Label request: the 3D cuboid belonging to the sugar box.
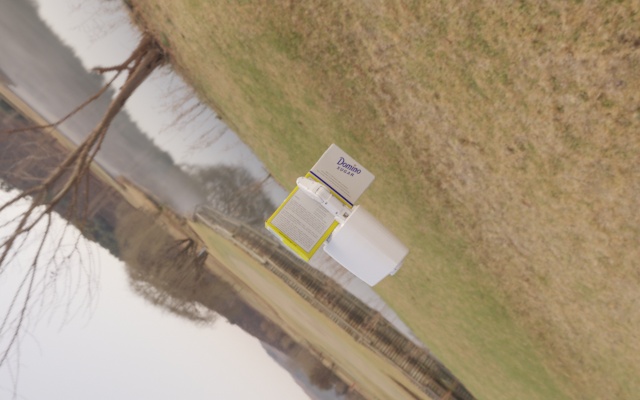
[{"bbox_3d":[0.000,0.003,0.782,0.093,0.176,0.048,40,-15,4],"label":"sugar box"}]
